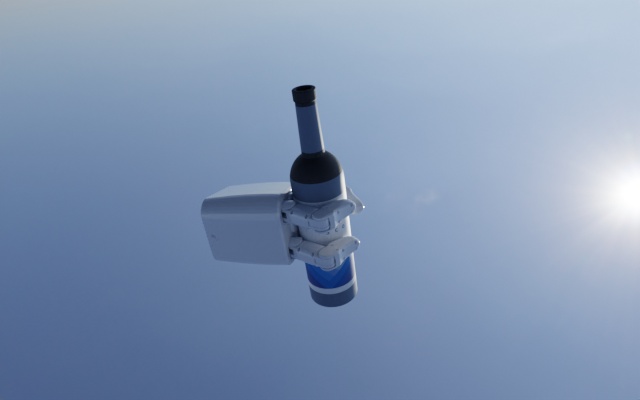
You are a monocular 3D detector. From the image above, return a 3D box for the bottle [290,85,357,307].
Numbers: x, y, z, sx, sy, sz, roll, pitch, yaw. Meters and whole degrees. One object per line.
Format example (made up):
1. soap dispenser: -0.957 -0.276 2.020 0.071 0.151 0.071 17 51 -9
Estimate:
1. bottle: 0.000 0.002 0.603 0.069 0.296 0.069 -6 30 4
